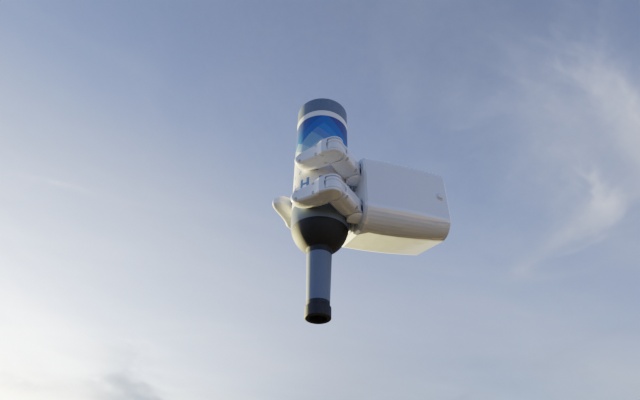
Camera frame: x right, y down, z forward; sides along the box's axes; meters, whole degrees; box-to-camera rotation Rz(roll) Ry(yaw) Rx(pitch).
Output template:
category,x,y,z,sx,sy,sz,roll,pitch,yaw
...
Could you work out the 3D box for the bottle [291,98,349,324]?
category,x,y,z,sx,sy,sz,roll,pitch,yaw
bottle,0.000,0.002,0.566,0.069,0.295,0.069,1,-37,1
